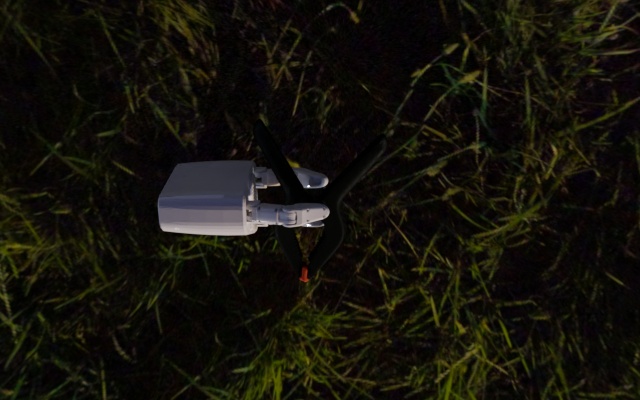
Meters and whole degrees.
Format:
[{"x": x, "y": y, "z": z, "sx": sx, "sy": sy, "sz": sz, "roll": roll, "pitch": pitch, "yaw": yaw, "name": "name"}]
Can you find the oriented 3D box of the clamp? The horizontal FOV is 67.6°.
[{"x": 0.000, "y": 0.003, "z": 0.605, "sx": 0.164, "sy": 0.210, "sz": 0.036, "roll": 0, "pitch": 17, "yaw": -1, "name": "clamp"}]
